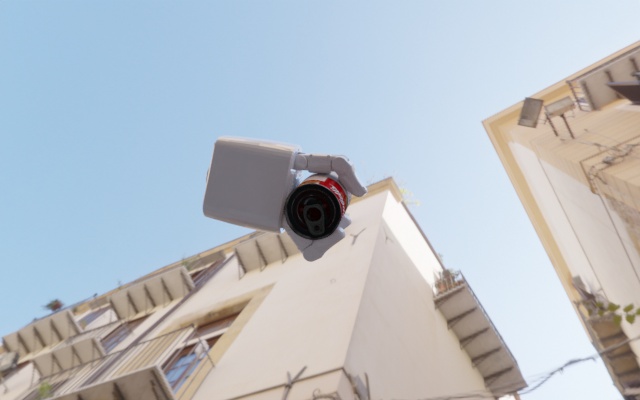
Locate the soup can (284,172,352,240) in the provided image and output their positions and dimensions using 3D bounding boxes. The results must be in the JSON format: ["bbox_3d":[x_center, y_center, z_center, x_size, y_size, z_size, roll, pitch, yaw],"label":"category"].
[{"bbox_3d":[0.001,0.002,0.597,0.068,0.068,0.102,0,13,11],"label":"soup can"}]
